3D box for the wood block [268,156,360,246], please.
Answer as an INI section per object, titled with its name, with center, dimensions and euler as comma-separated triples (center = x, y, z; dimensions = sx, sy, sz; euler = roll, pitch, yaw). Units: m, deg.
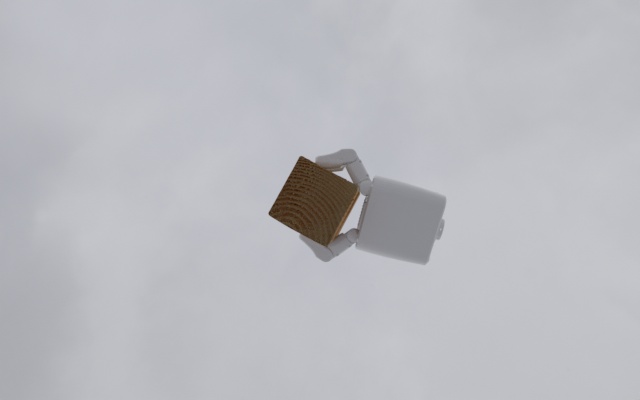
[wood block]
center = 0.000, 0.003, 0.711
dimensions = 0.090, 0.091, 0.206
euler = 28, 1, 6
